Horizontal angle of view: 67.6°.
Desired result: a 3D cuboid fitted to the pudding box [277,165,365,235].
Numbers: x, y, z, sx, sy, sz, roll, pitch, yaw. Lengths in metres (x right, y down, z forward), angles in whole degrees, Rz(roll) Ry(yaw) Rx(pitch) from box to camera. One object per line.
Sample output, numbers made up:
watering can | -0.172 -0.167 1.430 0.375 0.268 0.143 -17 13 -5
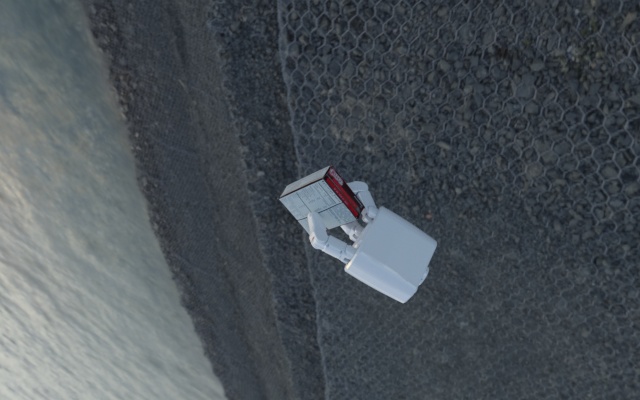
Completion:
pudding box | 0.000 0.003 0.757 0.113 0.090 0.039 -23 24 41
